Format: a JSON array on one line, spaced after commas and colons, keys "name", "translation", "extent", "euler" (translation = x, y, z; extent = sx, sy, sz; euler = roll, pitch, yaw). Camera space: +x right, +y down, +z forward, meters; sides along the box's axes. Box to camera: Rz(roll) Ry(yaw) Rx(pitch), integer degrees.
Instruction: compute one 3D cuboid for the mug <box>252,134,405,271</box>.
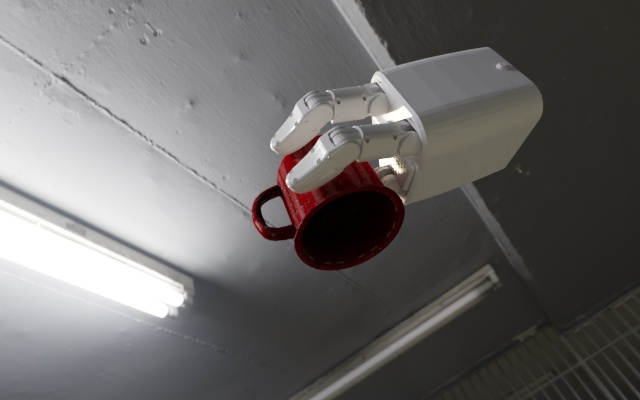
[{"name": "mug", "translation": [-0.001, 0.002, 0.400], "extent": [0.117, 0.093, 0.081], "euler": [-16, 46, -11]}]
